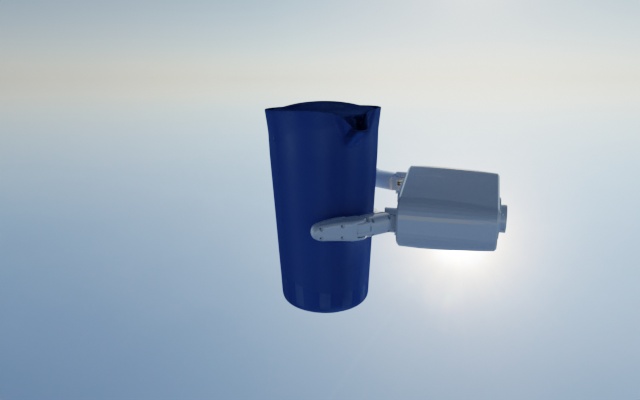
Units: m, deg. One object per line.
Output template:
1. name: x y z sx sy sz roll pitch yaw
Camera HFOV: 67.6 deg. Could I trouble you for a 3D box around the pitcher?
1. pitcher: 0.000 0.002 0.582 0.145 0.243 0.149 3 15 15
